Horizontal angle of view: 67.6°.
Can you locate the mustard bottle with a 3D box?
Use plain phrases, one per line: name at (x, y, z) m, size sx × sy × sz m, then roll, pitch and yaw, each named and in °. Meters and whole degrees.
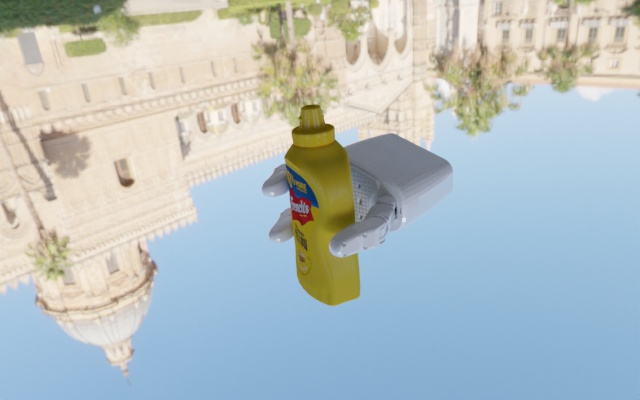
mustard bottle at (0.000, 0.002, 0.473) m, size 0.058 × 0.192 × 0.096 m, roll -13°, pitch 24°, yaw -19°
